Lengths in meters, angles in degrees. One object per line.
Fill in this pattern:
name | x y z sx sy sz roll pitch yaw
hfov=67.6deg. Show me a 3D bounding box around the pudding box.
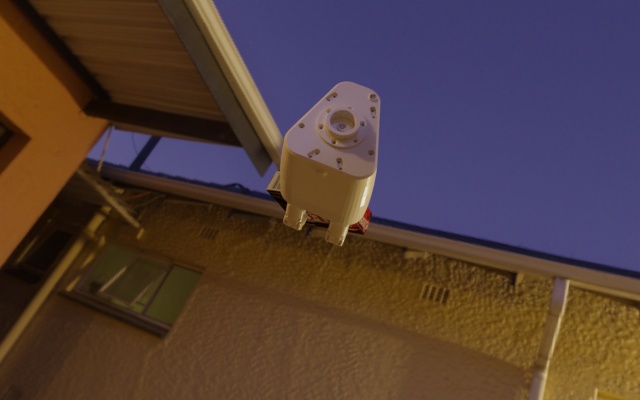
pudding box | 0.000 0.002 0.618 0.113 0.039 0.090 10 -27 32
